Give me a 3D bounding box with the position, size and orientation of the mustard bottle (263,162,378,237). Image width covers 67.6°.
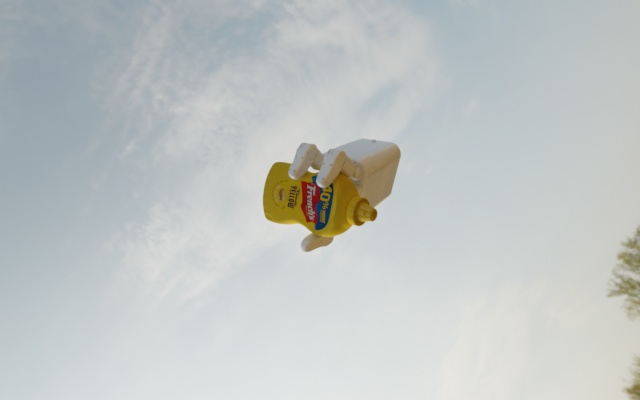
[{"bbox_3d":[0.000,0.002,0.703,0.191,0.096,0.058,14,5,38],"label":"mustard bottle"}]
